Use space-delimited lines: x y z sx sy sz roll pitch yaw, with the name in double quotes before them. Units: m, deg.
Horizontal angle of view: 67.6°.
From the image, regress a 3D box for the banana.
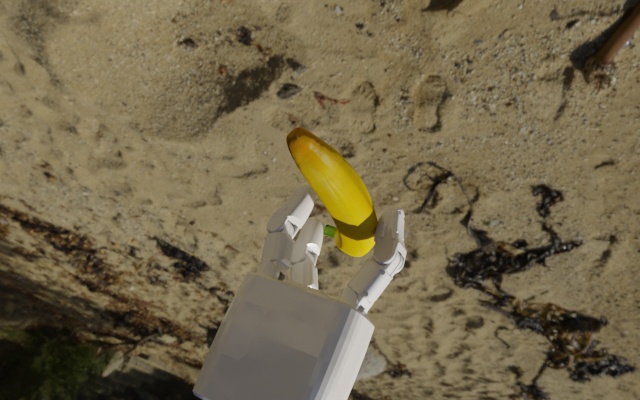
"banana" 0.017 0.009 0.418 0.069 0.037 0.198 19 -23 18
